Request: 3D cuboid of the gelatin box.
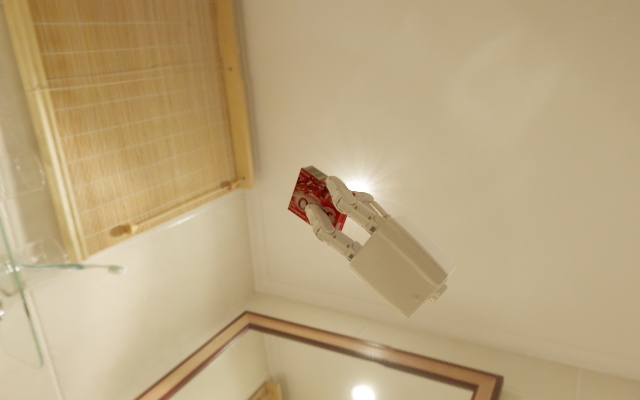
[{"bbox_3d":[0.000,0.002,0.694,0.089,0.073,0.030,35,31,26],"label":"gelatin box"}]
